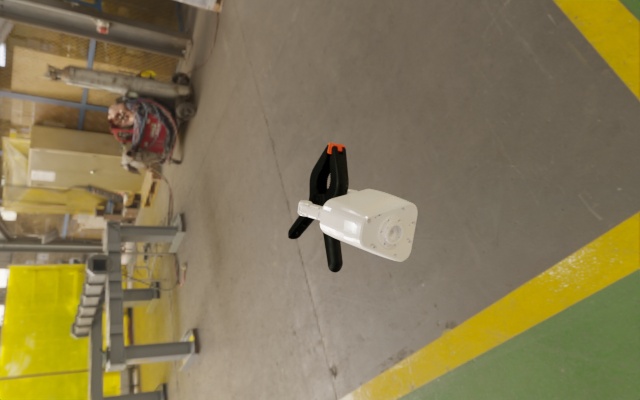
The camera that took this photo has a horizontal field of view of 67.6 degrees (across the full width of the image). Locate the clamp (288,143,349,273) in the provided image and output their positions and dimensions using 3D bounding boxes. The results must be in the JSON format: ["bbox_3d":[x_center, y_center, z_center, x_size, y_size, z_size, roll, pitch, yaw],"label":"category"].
[{"bbox_3d":[0.000,0.002,0.838,0.036,0.210,0.164,4,8,-35],"label":"clamp"}]
